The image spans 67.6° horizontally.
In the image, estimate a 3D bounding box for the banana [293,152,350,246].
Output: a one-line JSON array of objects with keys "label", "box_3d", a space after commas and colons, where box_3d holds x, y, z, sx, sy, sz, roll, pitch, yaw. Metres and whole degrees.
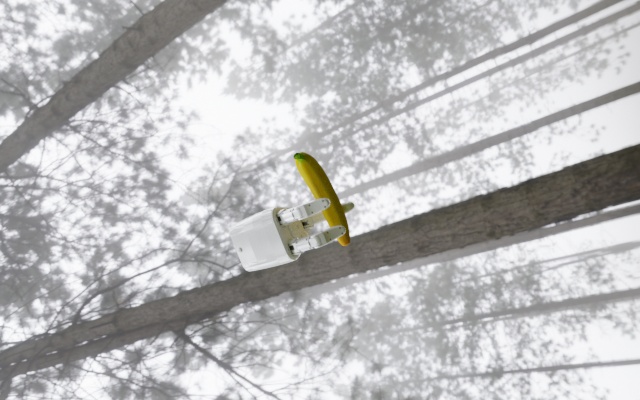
[{"label": "banana", "box_3d": [0.002, -0.010, 0.820, 0.037, 0.198, 0.069, -19, 29, 23]}]
